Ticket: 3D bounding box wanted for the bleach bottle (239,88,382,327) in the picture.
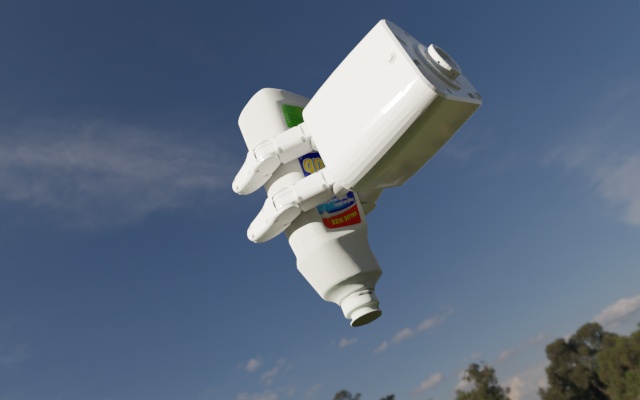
[{"bbox_3d":[0.000,0.001,0.464,0.102,0.250,0.068,10,-45,-43],"label":"bleach bottle"}]
